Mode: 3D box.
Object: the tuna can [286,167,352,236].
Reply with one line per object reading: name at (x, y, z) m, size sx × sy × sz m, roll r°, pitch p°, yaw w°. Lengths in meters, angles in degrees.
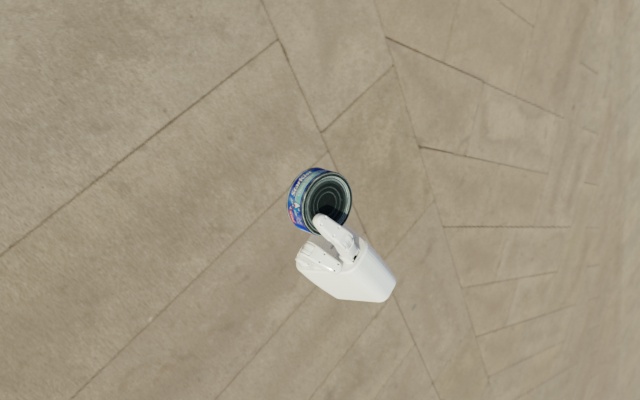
tuna can at (0.000, 0.002, 0.614) m, size 0.086 × 0.086 × 0.033 m, roll 0°, pitch 12°, yaw -39°
